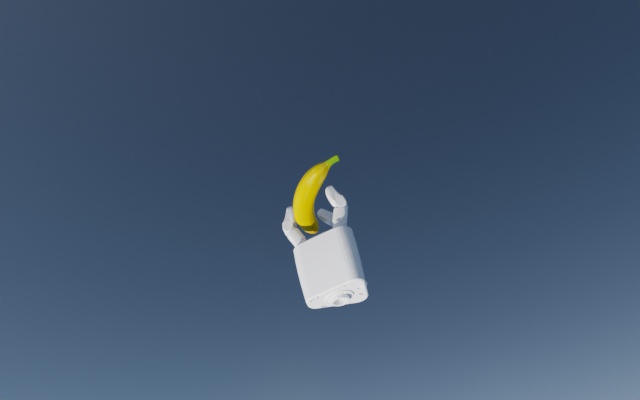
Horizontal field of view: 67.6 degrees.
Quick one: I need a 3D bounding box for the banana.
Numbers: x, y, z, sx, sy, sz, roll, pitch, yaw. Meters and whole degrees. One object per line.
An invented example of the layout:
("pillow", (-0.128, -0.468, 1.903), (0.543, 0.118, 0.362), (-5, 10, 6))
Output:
("banana", (-0.017, 0.002, 0.856), (0.069, 0.037, 0.198), (-4, -40, -20))
